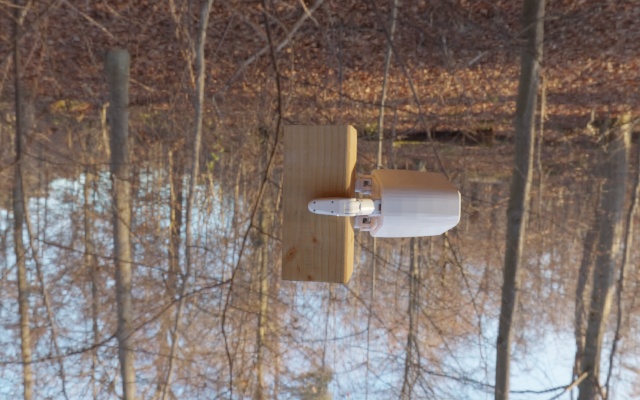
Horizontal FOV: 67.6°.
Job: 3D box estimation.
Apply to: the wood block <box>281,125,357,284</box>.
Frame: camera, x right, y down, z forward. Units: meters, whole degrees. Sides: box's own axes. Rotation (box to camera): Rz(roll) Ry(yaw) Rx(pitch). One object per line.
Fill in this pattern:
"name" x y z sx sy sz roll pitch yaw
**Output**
"wood block" 0.000 0.002 0.663 0.090 0.206 0.091 2 3 9
